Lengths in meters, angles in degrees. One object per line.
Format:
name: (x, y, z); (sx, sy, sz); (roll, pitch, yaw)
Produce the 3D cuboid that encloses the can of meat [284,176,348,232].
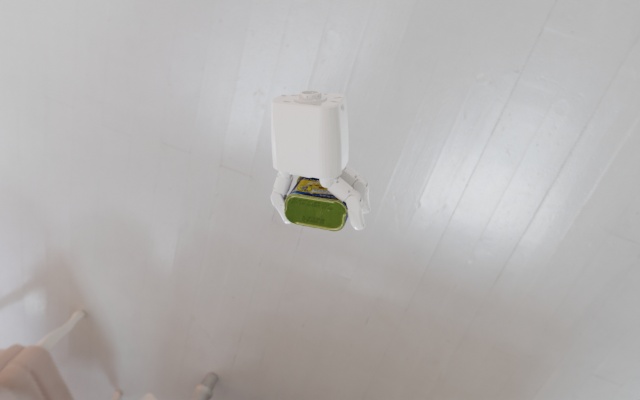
can of meat: (0.000, 0.003, 0.752); (0.102, 0.057, 0.084); (9, 25, 10)
